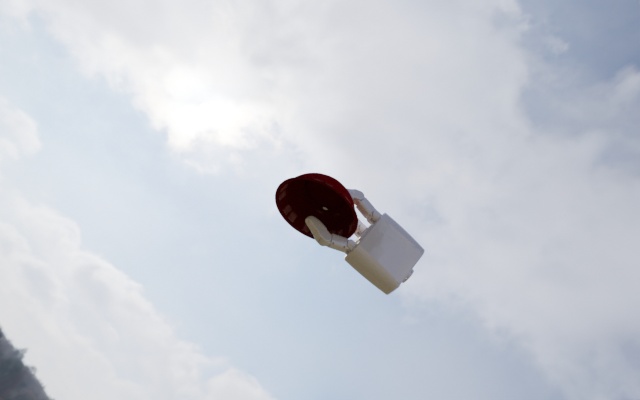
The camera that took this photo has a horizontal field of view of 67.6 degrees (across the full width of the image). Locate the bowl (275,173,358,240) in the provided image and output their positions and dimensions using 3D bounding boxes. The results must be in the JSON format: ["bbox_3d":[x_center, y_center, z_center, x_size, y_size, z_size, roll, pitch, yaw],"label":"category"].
[{"bbox_3d":[-0.001,0.002,0.873,0.162,0.162,0.055,0,43,30],"label":"bowl"}]
